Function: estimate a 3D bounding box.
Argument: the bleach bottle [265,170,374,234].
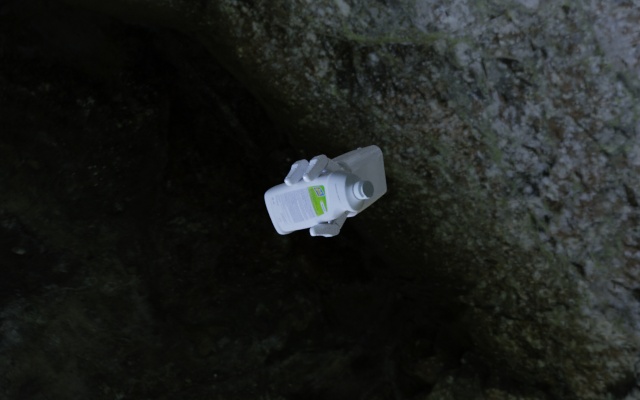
[{"bbox_3d":[0.000,0.003,0.875,0.068,0.102,0.251,-30,13,-39],"label":"bleach bottle"}]
